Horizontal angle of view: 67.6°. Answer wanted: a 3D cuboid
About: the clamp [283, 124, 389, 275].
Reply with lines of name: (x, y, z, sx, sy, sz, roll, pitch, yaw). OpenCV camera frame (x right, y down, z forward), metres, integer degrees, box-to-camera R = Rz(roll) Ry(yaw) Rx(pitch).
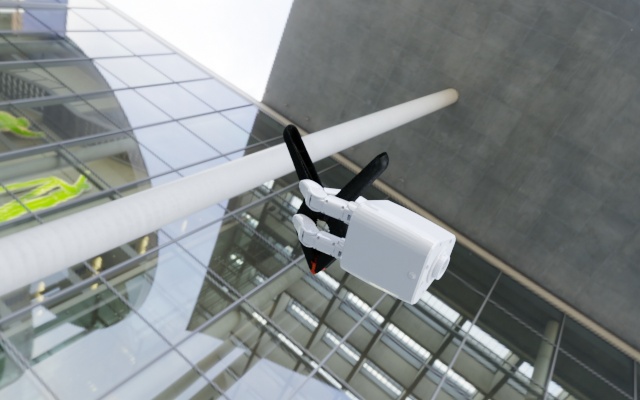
clamp: (0.001, 0.003, 0.666, 0.164, 0.210, 0.036, 29, 31, 30)
